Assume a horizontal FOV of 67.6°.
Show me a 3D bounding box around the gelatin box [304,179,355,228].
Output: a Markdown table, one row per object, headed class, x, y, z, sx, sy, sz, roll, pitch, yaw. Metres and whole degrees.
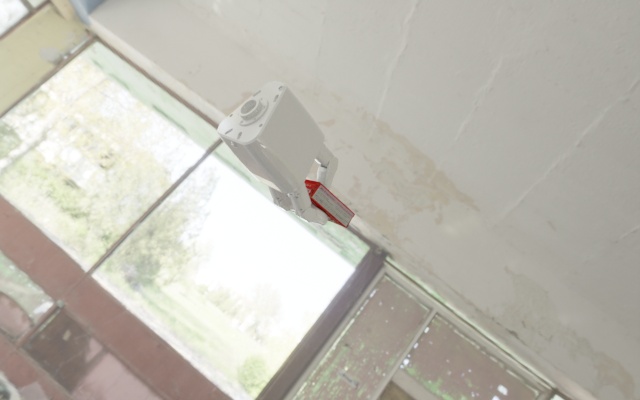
| class | x | y | z | sx | sy | sz | roll | pitch | yaw |
| --- | --- | --- | --- | --- | --- | --- | --- | --- | --- |
| gelatin box | 0.001 | 0.002 | 0.745 | 0.089 | 0.030 | 0.073 | 40 | -12 | -31 |
